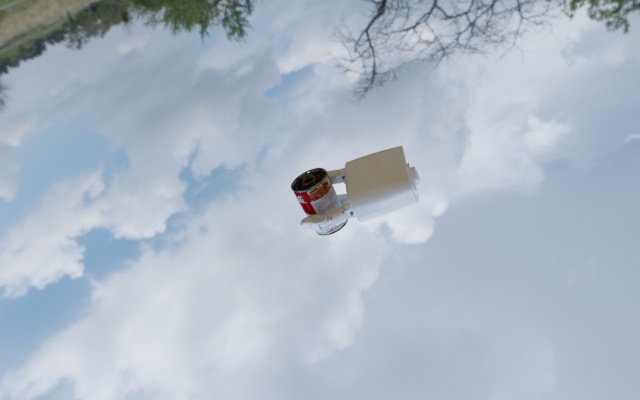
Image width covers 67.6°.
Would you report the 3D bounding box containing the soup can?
[{"bbox_3d":[0.000,0.003,0.840,0.068,0.102,0.068,-21,30,12],"label":"soup can"}]
